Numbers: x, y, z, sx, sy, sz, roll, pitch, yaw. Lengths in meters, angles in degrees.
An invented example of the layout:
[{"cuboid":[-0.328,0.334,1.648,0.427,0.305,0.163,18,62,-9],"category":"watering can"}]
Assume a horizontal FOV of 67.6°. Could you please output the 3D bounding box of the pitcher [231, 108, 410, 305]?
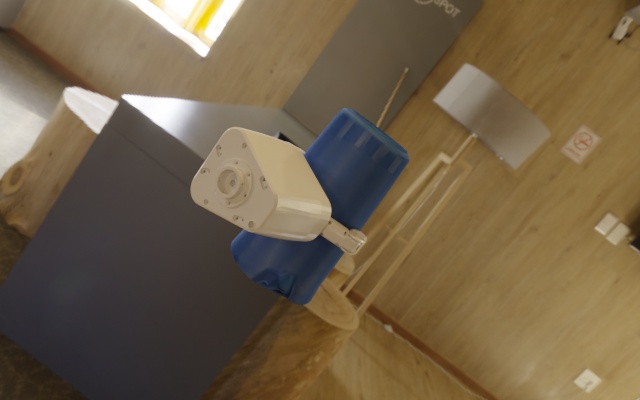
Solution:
[{"cuboid":[0.000,0.002,0.632,0.149,0.243,0.145,44,15,27],"category":"pitcher"}]
